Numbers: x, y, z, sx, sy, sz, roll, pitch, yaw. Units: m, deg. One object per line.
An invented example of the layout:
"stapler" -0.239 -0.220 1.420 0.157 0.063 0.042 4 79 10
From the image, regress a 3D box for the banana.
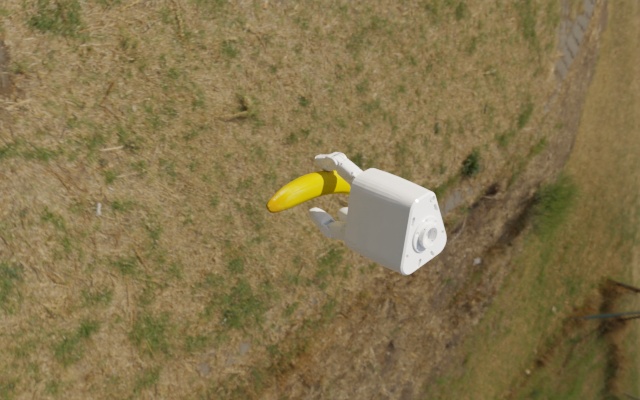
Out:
"banana" 0.008 -0.015 0.718 0.198 0.070 0.037 -1 25 -43
